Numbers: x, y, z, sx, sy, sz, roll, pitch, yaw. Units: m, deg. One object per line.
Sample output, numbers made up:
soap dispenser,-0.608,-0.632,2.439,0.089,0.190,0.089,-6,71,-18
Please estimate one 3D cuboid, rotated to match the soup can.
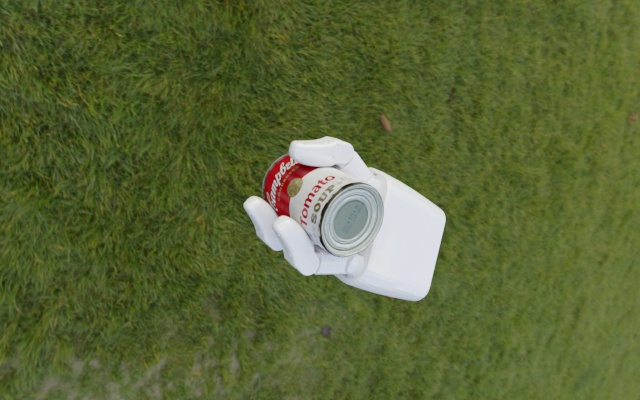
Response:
soup can,0.000,0.001,0.431,0.068,0.068,0.102,0,19,-35
